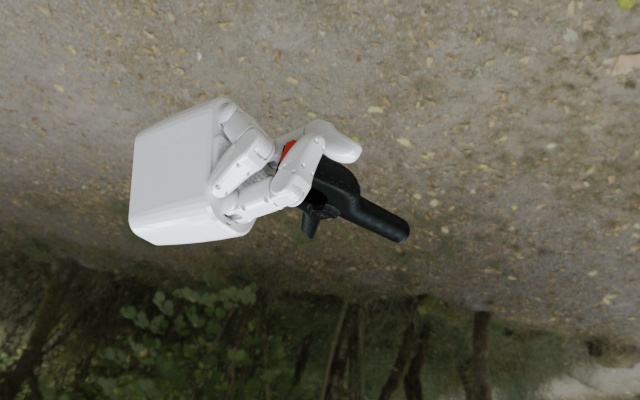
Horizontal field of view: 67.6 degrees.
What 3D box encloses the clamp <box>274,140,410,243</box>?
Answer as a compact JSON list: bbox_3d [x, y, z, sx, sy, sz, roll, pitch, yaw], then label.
[{"bbox_3d":[0.000,0.002,0.458,0.120,0.039,0.171,-11,-35,32],"label":"clamp"}]
